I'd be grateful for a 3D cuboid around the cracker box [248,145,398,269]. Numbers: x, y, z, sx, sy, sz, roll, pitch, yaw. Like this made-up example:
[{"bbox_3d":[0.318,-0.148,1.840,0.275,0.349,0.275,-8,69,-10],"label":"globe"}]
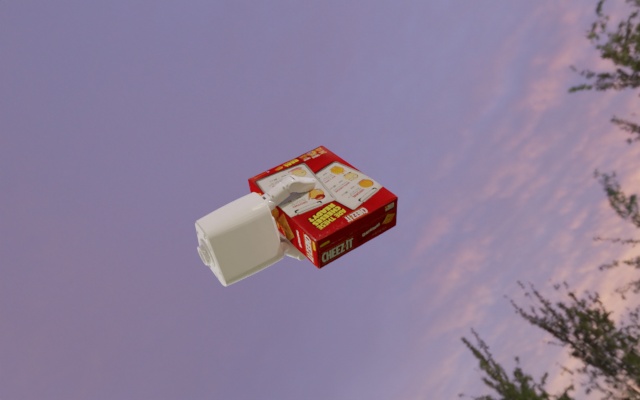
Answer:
[{"bbox_3d":[0.000,0.002,0.816,0.164,0.072,0.213,-27,43,-24],"label":"cracker box"}]
